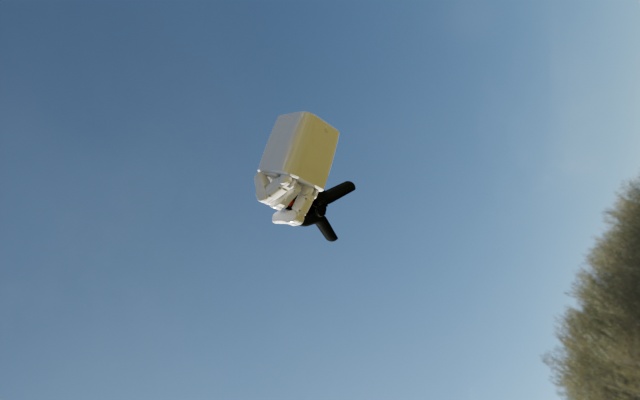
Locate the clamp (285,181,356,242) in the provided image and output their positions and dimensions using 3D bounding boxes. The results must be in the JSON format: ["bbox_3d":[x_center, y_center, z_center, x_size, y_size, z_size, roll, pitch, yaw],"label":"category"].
[{"bbox_3d":[0.000,0.003,0.862,0.039,0.120,0.171,16,-6,37],"label":"clamp"}]
